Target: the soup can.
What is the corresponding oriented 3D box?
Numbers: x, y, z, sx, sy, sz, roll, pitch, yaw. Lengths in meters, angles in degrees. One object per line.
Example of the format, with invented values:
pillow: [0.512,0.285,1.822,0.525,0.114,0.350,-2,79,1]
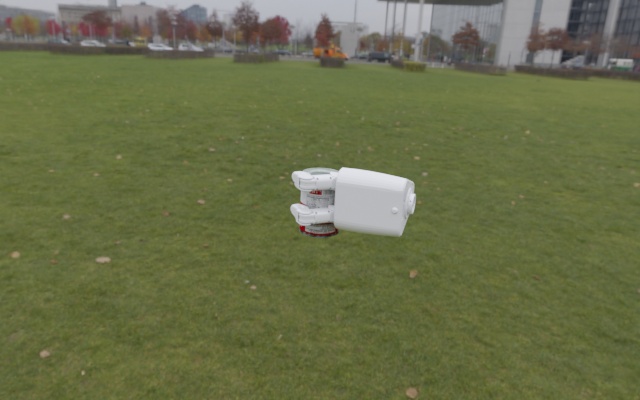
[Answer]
soup can: [0.000,0.002,0.794,0.068,0.102,0.068,3,17,-1]
